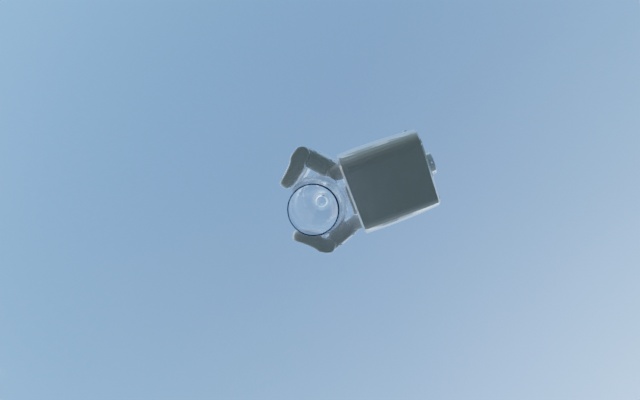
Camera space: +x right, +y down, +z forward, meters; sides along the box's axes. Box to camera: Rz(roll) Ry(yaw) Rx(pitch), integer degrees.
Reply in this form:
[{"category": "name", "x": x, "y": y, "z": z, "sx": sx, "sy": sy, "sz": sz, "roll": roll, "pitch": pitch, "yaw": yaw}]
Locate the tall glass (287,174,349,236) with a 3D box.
[{"category": "tall glass", "x": 0.000, "y": 0.002, "z": 0.651, "sx": 0.079, "sy": 0.079, "sz": 0.201, "roll": 0, "pitch": 5, "yaw": 5}]
